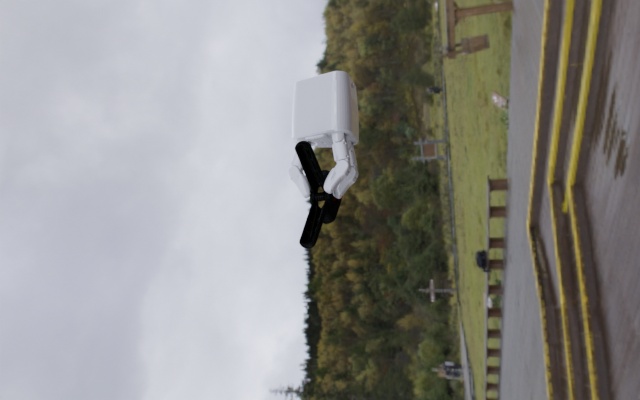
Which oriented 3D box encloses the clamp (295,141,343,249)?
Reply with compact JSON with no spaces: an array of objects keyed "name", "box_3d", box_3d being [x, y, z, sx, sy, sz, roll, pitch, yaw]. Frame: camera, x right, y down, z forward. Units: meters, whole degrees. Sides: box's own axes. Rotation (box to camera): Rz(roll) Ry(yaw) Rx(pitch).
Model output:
[{"name":"clamp","box_3d":[-0.001,0.003,0.811,0.036,0.164,0.210,-2,-9,16]}]
